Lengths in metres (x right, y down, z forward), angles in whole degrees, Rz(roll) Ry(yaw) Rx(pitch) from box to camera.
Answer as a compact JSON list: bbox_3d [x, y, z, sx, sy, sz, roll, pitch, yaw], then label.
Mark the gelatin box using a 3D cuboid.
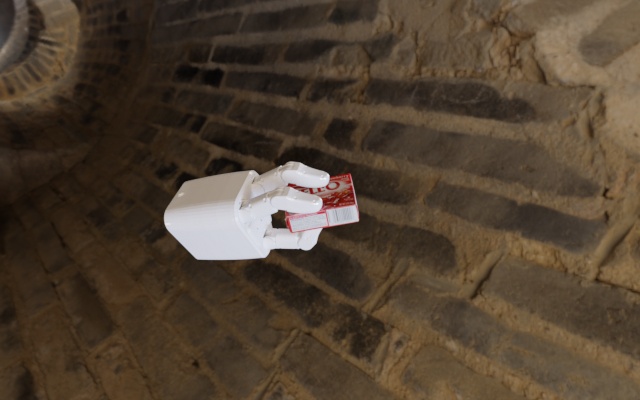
[{"bbox_3d":[0.001,0.002,0.606,0.089,0.030,0.073,-10,34,3],"label":"gelatin box"}]
